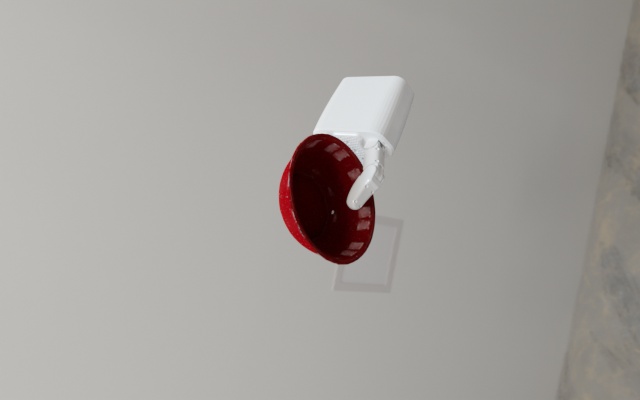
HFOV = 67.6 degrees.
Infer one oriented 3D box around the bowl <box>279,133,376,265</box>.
[{"bbox_3d":[-0.001,0.003,0.590,0.055,0.162,0.162,-15,-10,39],"label":"bowl"}]
